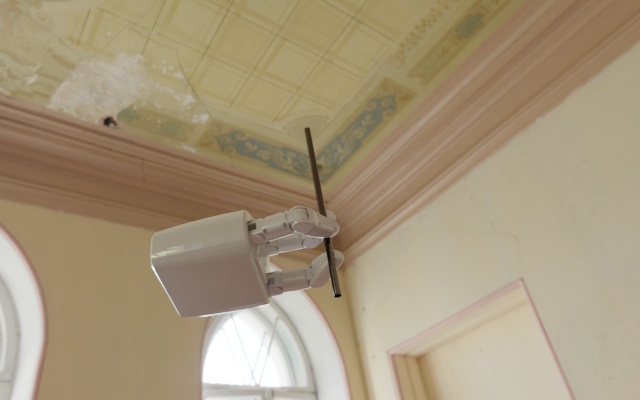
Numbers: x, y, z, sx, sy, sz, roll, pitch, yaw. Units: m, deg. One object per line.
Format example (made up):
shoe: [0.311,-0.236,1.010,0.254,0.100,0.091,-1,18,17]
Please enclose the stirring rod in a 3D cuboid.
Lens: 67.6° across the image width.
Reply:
stirring rod: [0.000,0.002,0.556,0.011,0.239,0.011,-7,-37,-5]
